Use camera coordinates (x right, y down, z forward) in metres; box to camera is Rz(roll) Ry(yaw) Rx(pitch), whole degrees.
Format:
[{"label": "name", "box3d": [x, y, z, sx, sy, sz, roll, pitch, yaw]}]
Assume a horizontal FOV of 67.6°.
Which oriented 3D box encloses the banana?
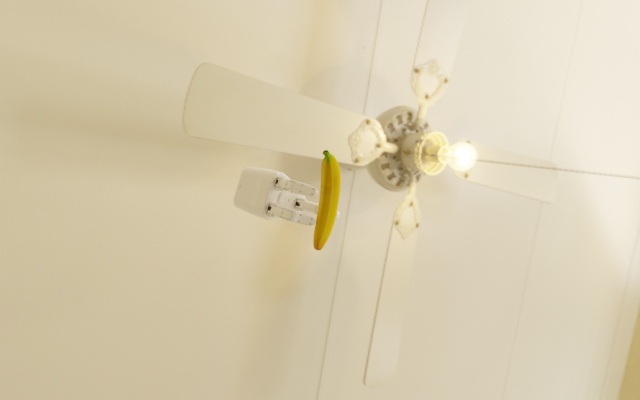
[{"label": "banana", "box3d": [0.010, -0.005, 0.908, 0.037, 0.198, 0.069, 14, 21, 29]}]
